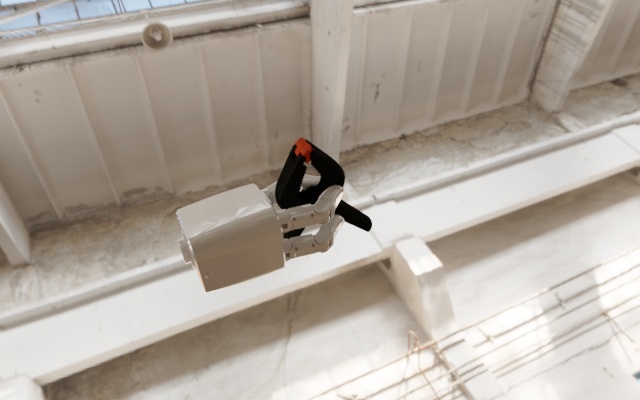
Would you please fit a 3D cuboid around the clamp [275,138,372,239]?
[{"bbox_3d":[0.000,0.001,0.640,0.164,0.210,0.036,-18,48,-17],"label":"clamp"}]
